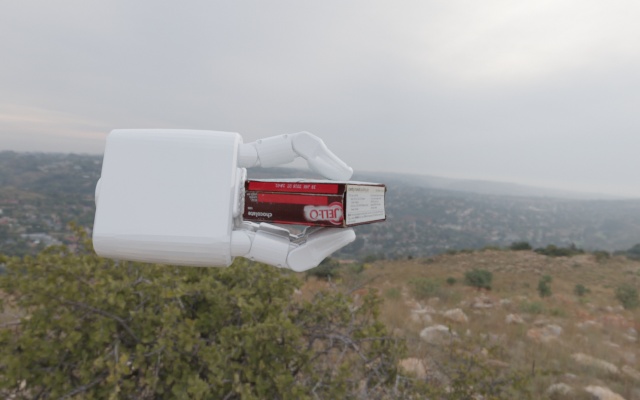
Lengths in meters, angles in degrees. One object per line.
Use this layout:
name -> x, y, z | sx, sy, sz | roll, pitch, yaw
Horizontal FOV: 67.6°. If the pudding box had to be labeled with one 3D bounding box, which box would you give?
pudding box -> 0.000, 0.001, 0.413 | 0.090, 0.039, 0.113 | 4, 4, 24
